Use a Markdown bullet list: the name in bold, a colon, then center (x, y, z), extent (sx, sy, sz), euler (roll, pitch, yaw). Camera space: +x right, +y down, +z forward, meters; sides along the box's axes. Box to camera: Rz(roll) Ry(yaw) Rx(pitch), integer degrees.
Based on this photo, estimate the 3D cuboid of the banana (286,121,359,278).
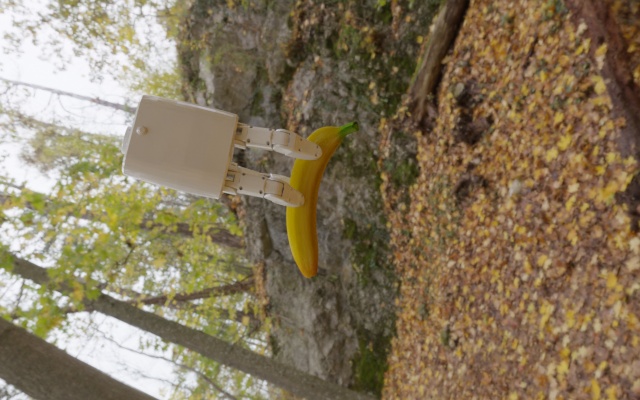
- **banana**: center (-0.011, -0.007, 0.586), extent (0.037, 0.198, 0.069), euler (5, 14, -44)
